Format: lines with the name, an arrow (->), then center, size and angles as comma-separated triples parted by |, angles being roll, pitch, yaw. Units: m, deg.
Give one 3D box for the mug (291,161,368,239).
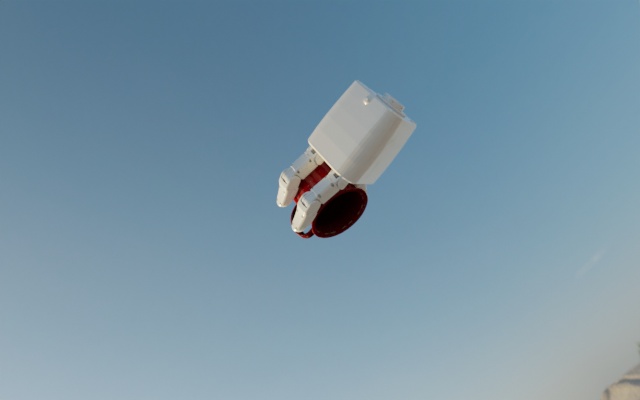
mug -> -0.001, 0.003, 0.694 | 0.093, 0.117, 0.081 | 19, 26, -51
